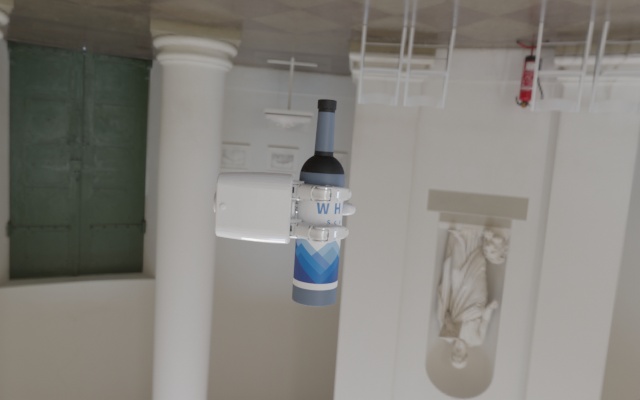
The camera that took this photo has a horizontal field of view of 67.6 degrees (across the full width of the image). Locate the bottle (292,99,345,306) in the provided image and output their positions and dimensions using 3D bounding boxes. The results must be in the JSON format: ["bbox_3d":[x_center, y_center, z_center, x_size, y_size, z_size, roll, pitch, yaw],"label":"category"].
[{"bbox_3d":[0.000,0.003,0.700,0.069,0.296,0.069,4,6,0],"label":"bottle"}]
